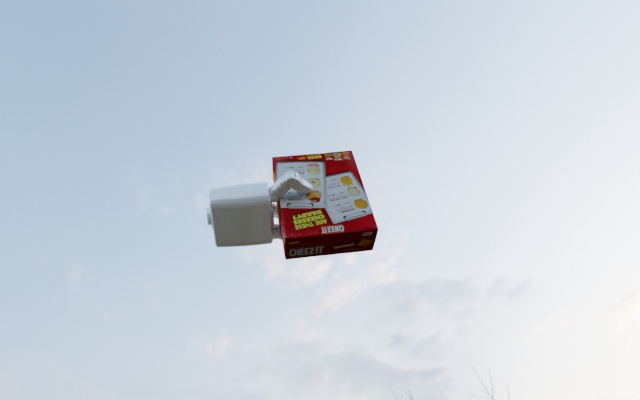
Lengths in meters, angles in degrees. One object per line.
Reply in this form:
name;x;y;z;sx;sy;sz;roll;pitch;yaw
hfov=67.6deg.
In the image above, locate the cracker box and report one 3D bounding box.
cracker box;0.000;0.003;0.899;0.164;0.213;0.072;-5;-43;-9
